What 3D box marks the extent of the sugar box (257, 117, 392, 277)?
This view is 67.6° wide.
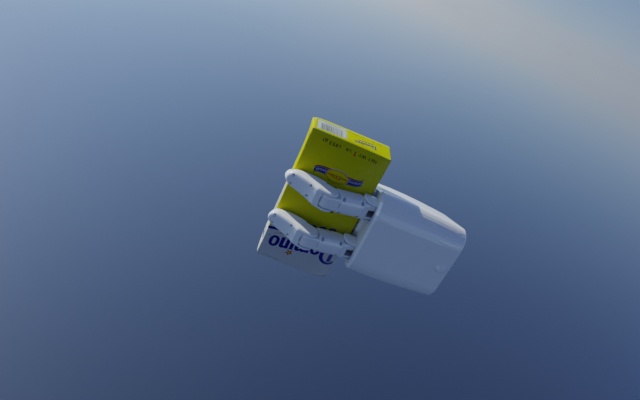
[{"bbox_3d":[0.000,0.002,0.549,0.093,0.176,0.048,22,26,-7],"label":"sugar box"}]
